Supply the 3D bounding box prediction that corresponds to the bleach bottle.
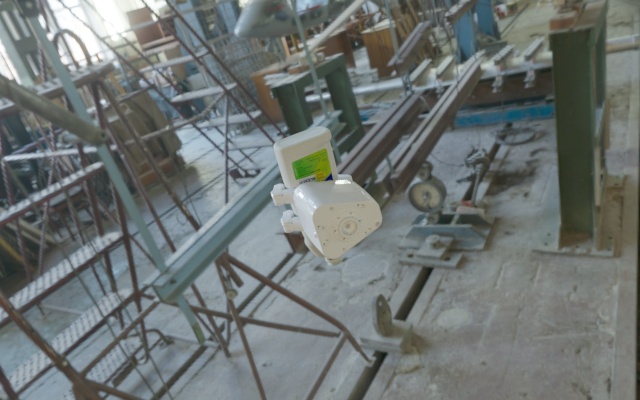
[{"bbox_3d":[0.000,0.003,0.854,0.102,0.251,0.068,-22,23,-10],"label":"bleach bottle"}]
